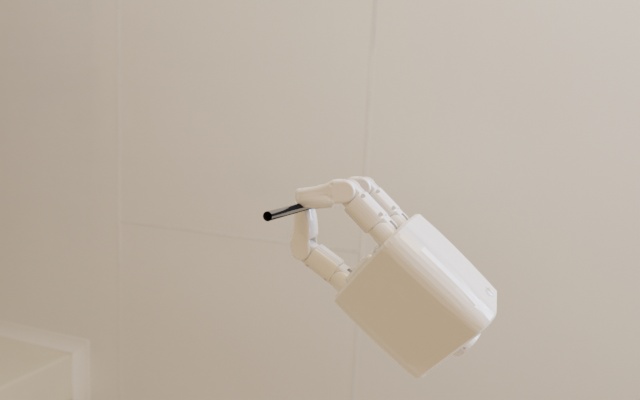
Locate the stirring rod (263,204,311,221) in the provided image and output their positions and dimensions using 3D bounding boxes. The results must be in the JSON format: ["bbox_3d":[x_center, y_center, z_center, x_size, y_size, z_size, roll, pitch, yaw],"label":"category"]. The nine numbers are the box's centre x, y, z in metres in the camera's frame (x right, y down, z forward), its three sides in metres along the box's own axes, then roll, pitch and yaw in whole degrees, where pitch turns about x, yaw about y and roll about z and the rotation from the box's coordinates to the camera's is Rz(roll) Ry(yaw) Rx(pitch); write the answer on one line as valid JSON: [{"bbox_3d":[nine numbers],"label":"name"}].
[{"bbox_3d":[0.000,0.002,0.488,0.011,0.011,0.239,0,5,20],"label":"stirring rod"}]
